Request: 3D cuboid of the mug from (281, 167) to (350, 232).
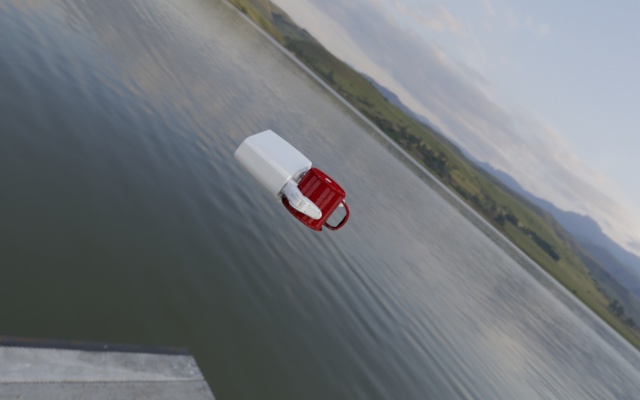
[{"bbox_3d":[0.001,0.004,0.852,0.117,0.081,0.093,40,10,5],"label":"mug"}]
